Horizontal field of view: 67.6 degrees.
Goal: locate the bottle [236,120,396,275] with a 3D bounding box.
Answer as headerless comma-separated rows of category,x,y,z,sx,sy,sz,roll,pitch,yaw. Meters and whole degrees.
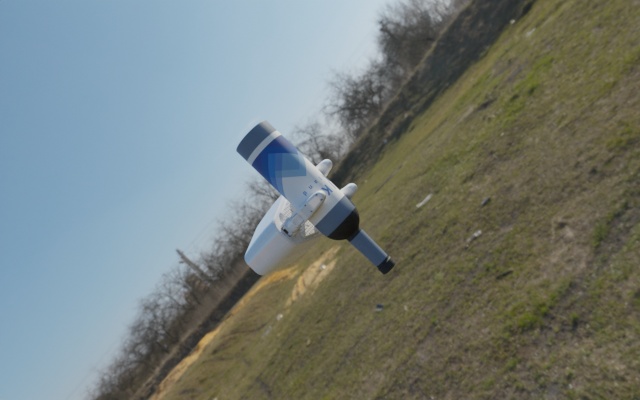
bottle,0.000,0.002,0.732,0.296,0.069,0.069,44,0,0
